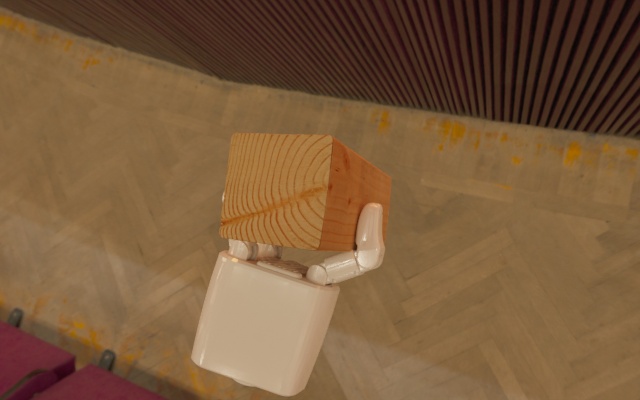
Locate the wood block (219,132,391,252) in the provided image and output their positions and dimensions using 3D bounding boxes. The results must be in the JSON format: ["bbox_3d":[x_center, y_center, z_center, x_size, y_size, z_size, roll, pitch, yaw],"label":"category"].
[{"bbox_3d":[0.000,0.002,0.467,0.091,0.090,0.206,5,-4,21],"label":"wood block"}]
